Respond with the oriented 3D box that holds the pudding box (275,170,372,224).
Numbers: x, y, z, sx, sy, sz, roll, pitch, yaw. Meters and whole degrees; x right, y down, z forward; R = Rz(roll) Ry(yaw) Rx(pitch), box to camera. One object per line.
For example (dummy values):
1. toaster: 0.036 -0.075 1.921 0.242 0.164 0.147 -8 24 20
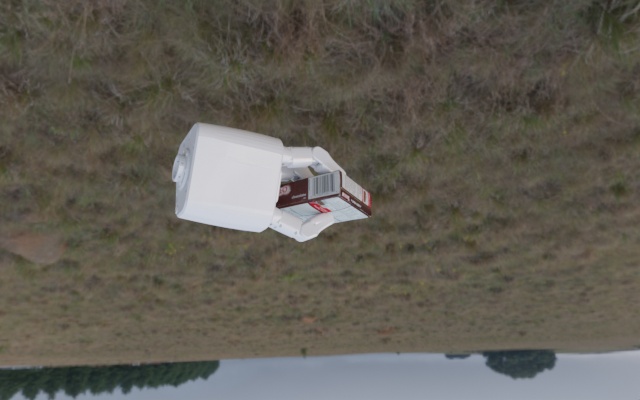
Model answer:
1. pudding box: 0.000 0.002 0.646 0.113 0.039 0.090 -10 -24 30
